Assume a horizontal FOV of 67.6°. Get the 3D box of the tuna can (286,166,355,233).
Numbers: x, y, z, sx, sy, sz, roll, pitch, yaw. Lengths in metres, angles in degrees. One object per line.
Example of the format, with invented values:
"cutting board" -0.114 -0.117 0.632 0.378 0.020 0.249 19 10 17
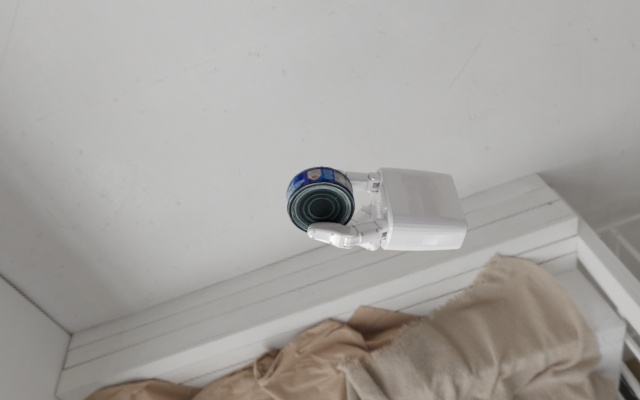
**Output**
"tuna can" 0.000 0.002 0.597 0.086 0.086 0.033 0 37 -4
